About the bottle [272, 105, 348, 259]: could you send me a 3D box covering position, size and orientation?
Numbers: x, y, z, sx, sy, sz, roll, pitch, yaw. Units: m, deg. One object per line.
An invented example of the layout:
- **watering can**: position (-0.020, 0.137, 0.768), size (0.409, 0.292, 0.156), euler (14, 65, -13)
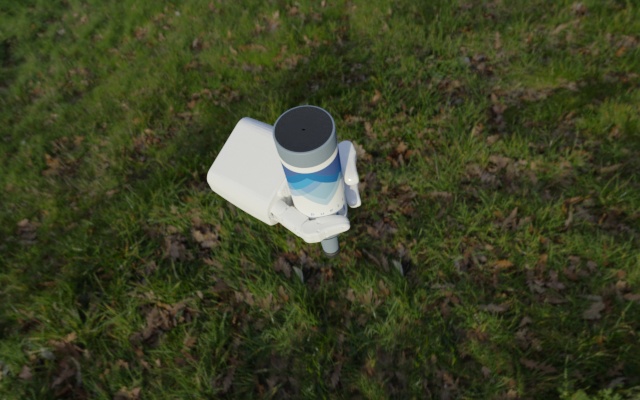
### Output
- **bottle**: position (0.000, 0.002, 0.621), size (0.069, 0.069, 0.296), euler (0, -31, 8)
